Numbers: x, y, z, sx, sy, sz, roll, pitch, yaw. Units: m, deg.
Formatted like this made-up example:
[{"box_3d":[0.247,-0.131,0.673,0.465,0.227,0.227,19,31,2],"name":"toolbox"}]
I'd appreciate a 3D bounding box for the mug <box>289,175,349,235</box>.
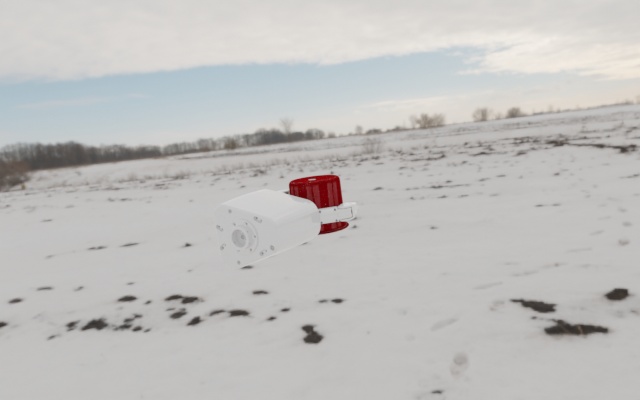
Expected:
[{"box_3d":[0.001,0.002,0.765,0.093,0.081,0.117,-2,10,28],"name":"mug"}]
